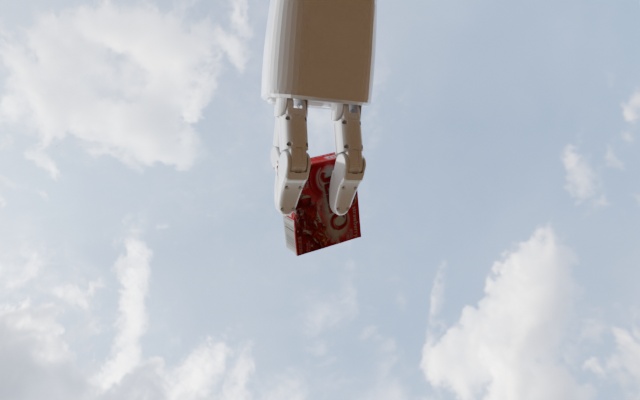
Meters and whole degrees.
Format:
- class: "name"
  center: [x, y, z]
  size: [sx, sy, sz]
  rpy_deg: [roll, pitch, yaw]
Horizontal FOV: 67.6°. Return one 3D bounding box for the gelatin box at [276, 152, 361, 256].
- class: "gelatin box"
  center: [0.000, 0.002, 0.465]
  size: [0.073, 0.089, 0.030]
  rpy_deg: [-15, 21, -25]
